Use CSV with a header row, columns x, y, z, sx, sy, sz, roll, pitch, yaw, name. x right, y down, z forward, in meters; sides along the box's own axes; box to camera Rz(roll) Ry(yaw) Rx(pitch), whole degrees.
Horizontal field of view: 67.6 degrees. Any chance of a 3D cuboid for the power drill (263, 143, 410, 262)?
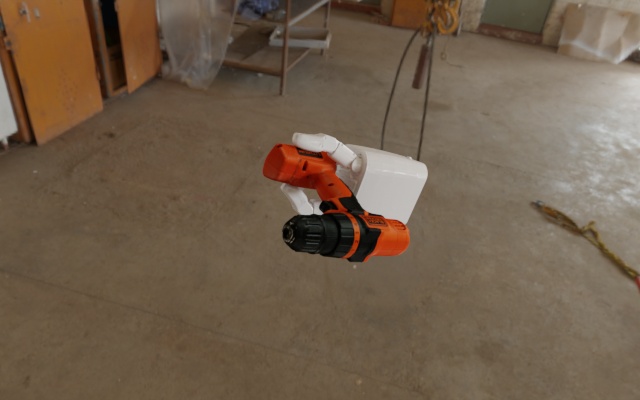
x,y,z,sx,sy,sz,roll,pitch,yaw,name
0.000,0.002,0.594,0.184,0.057,0.187,8,32,-42,power drill
